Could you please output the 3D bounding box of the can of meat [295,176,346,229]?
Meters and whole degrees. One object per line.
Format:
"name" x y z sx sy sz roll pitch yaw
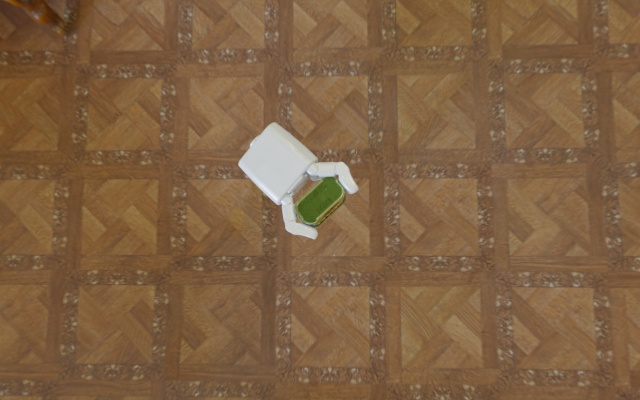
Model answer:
"can of meat" 0.000 0.003 0.892 0.102 0.057 0.084 -43 -6 -3
